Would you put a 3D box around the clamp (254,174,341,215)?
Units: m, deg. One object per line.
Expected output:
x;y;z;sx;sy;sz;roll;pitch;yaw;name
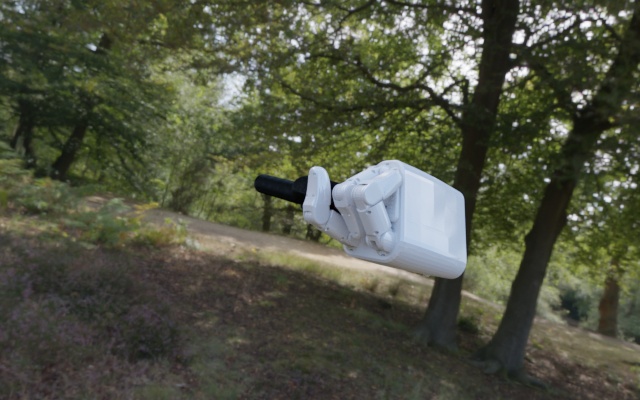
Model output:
0.000;0.001;0.586;0.120;0.039;0.171;23;-7;-31;clamp
